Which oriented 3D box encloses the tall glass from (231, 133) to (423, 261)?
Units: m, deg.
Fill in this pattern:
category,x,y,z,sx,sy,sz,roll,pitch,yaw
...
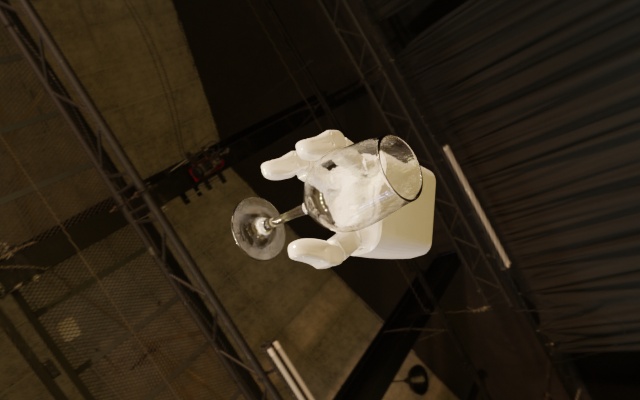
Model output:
category,x,y,z,sx,sy,sz,roll,pitch,yaw
tall glass,-0.001,0.002,0.469,0.079,0.079,0.201,0,-18,-46
